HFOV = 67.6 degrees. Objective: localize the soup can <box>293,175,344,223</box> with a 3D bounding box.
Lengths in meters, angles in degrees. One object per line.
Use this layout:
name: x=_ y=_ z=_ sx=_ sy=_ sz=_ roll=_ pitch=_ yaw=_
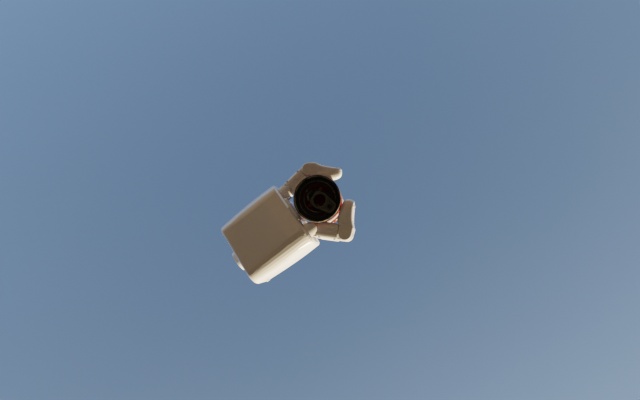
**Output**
soup can: x=0.000 y=0.002 z=0.723 sx=0.068 sy=0.068 sz=0.102 roll=0 pitch=-6 yaw=6
